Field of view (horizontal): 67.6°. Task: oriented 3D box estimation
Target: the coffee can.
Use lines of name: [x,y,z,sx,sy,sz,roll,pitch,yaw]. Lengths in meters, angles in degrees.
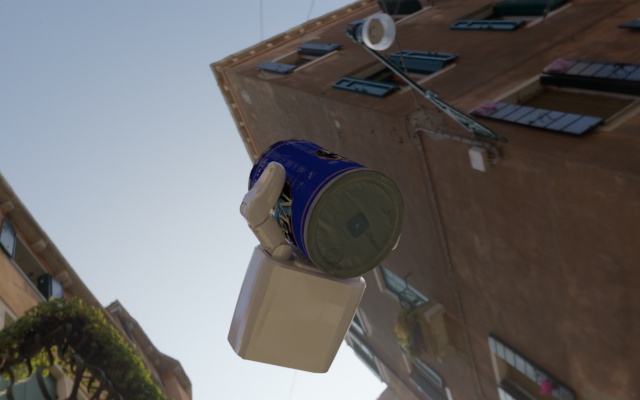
coffee can: [0.000,0.001,0.478,0.103,0.103,0.140,0,18,-30]
